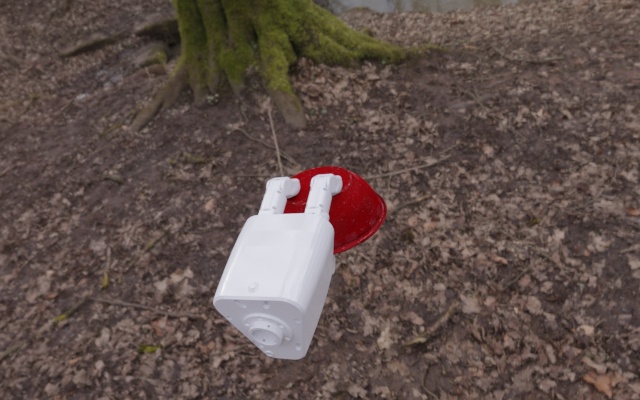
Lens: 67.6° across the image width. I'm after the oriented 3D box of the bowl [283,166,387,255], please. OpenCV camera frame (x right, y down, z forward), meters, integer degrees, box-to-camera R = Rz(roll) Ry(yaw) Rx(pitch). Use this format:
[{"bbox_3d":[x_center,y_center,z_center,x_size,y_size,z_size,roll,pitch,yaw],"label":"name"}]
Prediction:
[{"bbox_3d":[0.000,0.001,0.605,0.162,0.055,0.162,-11,30,7],"label":"bowl"}]
